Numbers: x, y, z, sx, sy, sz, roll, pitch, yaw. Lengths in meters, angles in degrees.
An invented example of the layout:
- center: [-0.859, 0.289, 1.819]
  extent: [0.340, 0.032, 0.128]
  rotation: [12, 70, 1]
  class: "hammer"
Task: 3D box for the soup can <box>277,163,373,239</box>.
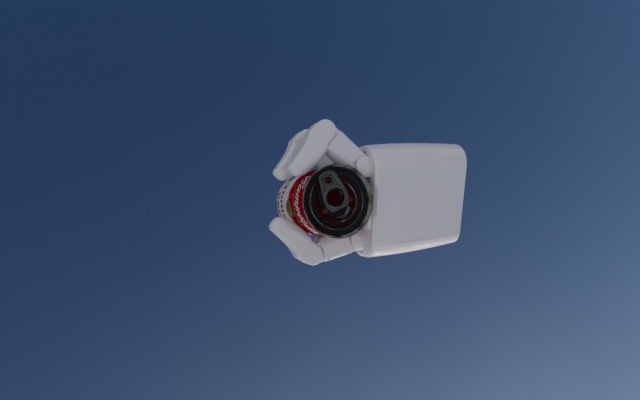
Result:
- center: [0.000, 0.002, 0.475]
  extent: [0.068, 0.068, 0.102]
  rotation: [0, -1, -19]
  class: "soup can"
